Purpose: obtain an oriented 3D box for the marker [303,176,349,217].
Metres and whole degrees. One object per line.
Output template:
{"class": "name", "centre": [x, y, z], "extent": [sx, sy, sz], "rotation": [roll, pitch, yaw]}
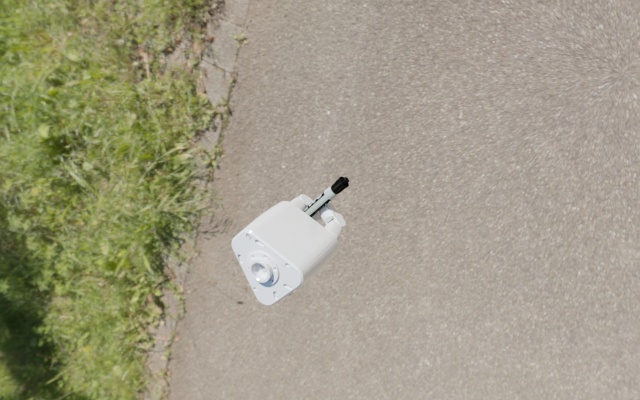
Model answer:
{"class": "marker", "centre": [0.000, 0.002, 0.725], "extent": [0.020, 0.020, 0.121], "rotation": [0, -33, -49]}
